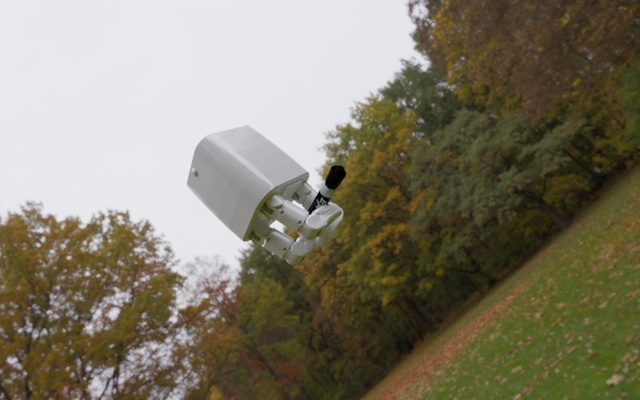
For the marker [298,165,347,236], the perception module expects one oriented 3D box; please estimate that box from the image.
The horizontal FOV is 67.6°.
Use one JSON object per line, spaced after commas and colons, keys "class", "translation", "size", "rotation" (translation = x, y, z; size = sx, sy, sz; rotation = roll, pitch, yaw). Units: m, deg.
{"class": "marker", "translation": [0.000, 0.002, 0.564], "size": [0.020, 0.020, 0.121], "rotation": [0, -38, -28]}
